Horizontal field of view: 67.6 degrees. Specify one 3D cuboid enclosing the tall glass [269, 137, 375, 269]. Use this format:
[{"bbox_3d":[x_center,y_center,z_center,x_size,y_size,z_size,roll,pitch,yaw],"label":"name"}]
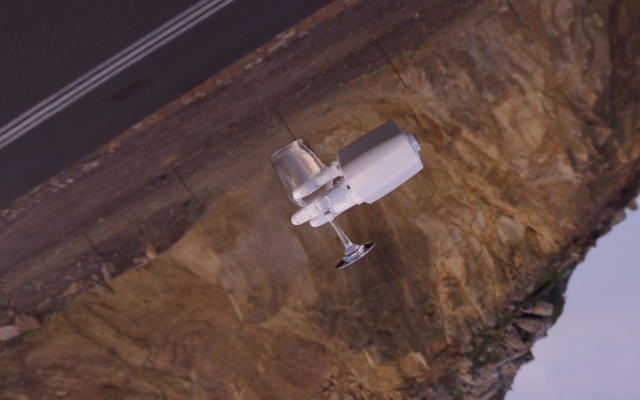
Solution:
[{"bbox_3d":[0.000,0.003,0.742,0.079,0.201,0.079,-33,4,3],"label":"tall glass"}]
